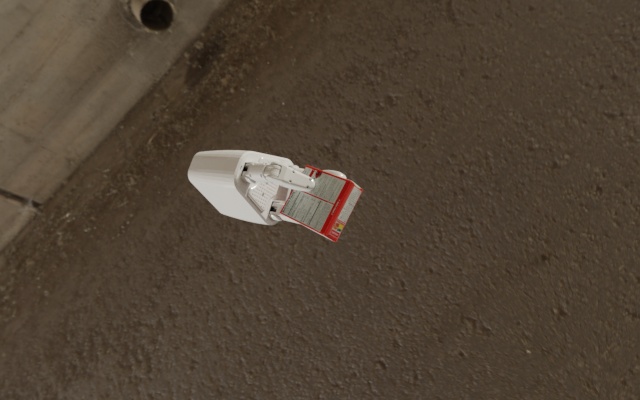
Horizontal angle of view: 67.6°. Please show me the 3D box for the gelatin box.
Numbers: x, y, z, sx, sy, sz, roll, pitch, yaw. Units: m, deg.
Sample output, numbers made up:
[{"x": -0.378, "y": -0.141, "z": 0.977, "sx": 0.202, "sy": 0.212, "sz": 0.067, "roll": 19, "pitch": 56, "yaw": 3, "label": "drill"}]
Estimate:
[{"x": 0.000, "y": 0.002, "z": 0.598, "sx": 0.089, "sy": 0.073, "sz": 0.030, "roll": 23, "pitch": -7, "yaw": 45, "label": "gelatin box"}]
